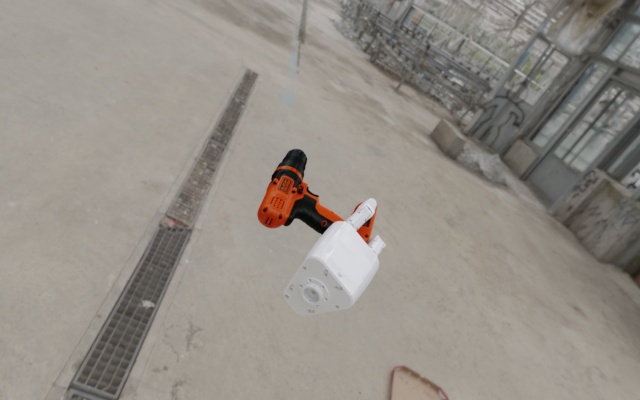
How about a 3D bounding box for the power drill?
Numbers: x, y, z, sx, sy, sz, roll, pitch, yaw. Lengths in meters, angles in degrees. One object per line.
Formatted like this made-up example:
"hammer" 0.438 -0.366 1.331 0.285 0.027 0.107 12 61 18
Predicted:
"power drill" 0.000 0.003 0.811 0.187 0.184 0.057 25 -45 -5
